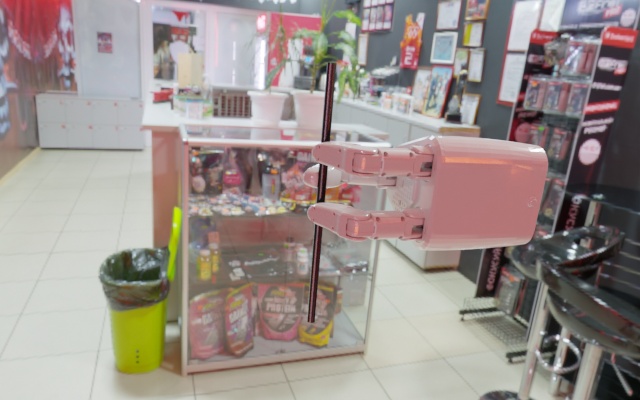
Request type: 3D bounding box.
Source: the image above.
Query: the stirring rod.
[{"bbox_3d":[0.000,0.001,0.428,0.011,0.239,0.011,4,16,-1],"label":"stirring rod"}]
